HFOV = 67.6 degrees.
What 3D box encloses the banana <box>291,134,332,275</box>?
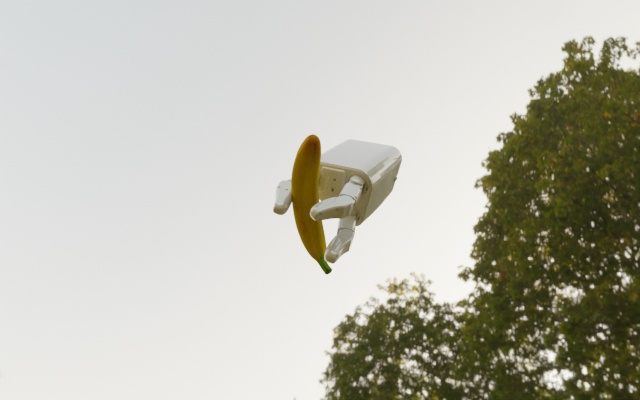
[{"bbox_3d":[-0.012,0.001,0.648,0.037,0.198,0.069,-25,29,-34],"label":"banana"}]
